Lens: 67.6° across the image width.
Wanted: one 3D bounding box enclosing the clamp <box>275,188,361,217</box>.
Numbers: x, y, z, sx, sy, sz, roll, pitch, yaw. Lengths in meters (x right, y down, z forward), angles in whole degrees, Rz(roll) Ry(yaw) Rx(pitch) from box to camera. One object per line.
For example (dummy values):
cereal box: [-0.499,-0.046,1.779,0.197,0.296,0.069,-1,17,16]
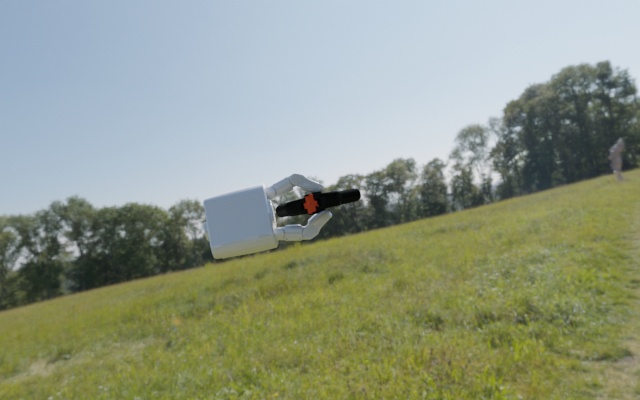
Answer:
clamp: [0.000,0.002,0.823,0.164,0.036,0.210,-13,-1,-4]
